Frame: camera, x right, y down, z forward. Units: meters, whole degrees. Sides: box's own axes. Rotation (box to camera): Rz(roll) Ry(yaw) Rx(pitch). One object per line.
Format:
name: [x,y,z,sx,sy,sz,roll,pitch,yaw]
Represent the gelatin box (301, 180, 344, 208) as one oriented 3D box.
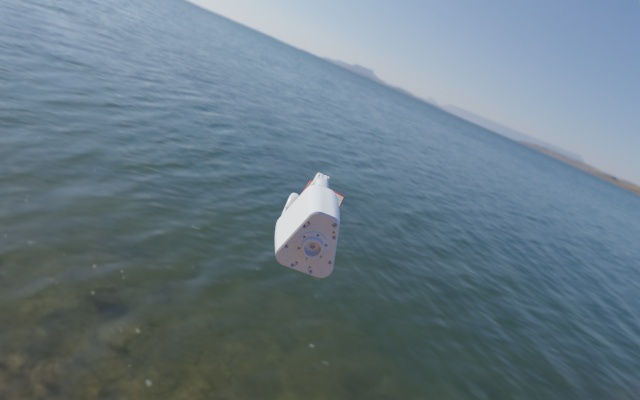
gelatin box: [0.000,0.002,0.878,0.073,0.030,0.089,26,24,2]
